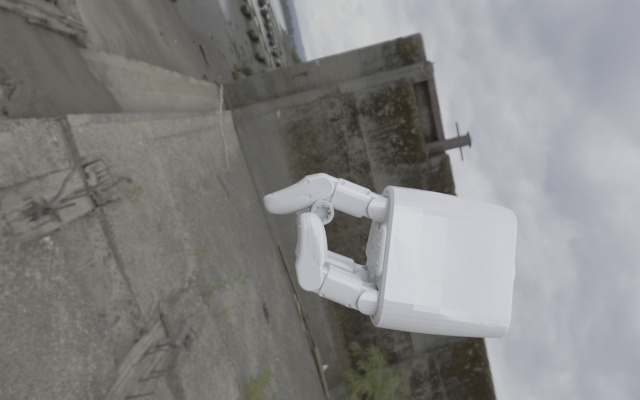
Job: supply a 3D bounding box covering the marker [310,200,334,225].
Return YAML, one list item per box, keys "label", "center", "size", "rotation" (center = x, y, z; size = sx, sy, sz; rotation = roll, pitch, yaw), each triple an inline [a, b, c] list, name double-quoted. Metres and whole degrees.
- label: "marker"
  center: [0.000, 0.001, 0.438]
  size: [0.020, 0.020, 0.121]
  rotation: [0, 8, -2]
